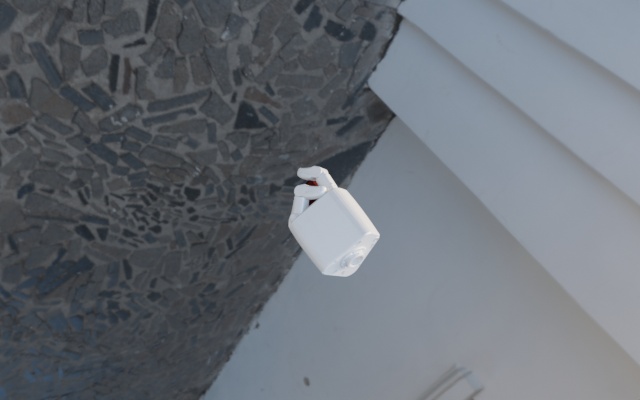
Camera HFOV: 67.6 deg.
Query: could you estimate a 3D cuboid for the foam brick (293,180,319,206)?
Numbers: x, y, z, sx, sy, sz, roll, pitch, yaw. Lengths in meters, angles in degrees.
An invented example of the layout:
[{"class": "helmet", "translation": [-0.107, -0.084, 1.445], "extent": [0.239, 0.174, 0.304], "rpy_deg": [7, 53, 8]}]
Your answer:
[{"class": "foam brick", "translation": [0.000, 0.003, 0.877], "extent": [0.078, 0.053, 0.051], "rpy_deg": [16, 29, -52]}]
